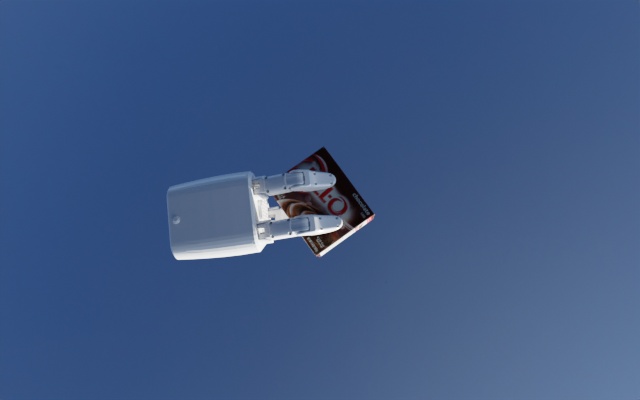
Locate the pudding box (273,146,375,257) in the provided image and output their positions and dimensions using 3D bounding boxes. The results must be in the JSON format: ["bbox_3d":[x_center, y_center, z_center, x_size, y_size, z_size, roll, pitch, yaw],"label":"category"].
[{"bbox_3d":[0.000,0.002,0.608,0.090,0.113,0.039,-35,-10,-4],"label":"pudding box"}]
